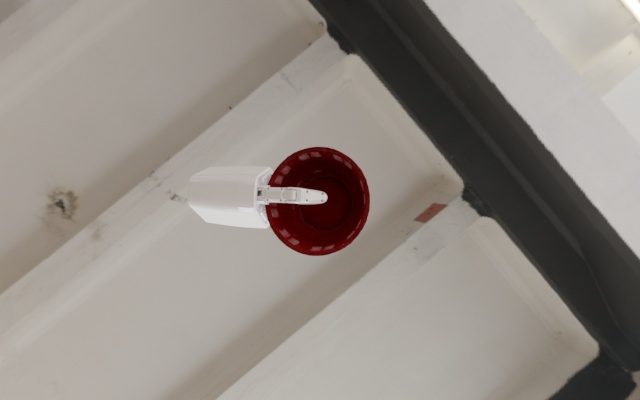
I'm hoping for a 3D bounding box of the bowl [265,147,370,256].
[{"bbox_3d":[0.001,0.003,0.726,0.162,0.162,0.055,0,-4,16],"label":"bowl"}]
